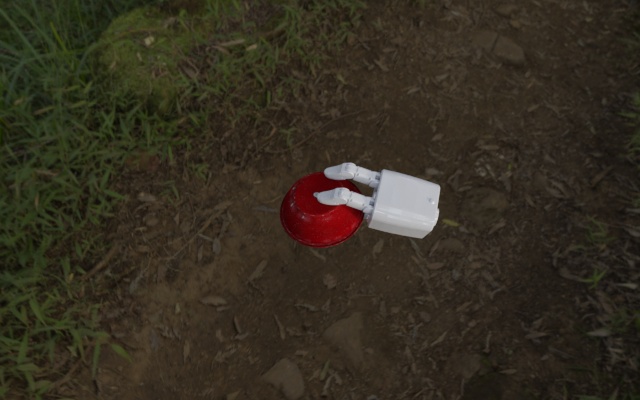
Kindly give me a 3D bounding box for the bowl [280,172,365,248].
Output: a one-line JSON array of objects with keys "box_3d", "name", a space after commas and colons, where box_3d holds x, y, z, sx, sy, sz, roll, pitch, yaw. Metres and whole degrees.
[{"box_3d": [-0.001, 0.003, 0.873, 0.162, 0.162, 0.055, 0, -33, 9], "name": "bowl"}]
